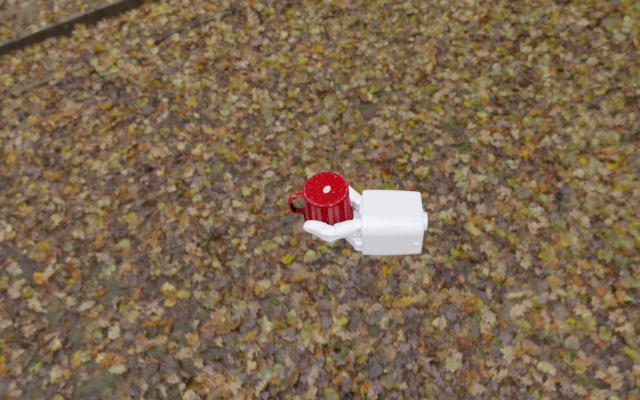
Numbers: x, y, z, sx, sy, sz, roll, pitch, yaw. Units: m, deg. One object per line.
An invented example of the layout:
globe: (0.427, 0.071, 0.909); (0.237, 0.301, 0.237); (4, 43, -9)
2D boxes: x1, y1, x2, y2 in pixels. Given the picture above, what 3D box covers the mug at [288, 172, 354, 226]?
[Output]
mug: (-0.001, 0.003, 0.856); (0.117, 0.093, 0.082); (0, -38, 6)
